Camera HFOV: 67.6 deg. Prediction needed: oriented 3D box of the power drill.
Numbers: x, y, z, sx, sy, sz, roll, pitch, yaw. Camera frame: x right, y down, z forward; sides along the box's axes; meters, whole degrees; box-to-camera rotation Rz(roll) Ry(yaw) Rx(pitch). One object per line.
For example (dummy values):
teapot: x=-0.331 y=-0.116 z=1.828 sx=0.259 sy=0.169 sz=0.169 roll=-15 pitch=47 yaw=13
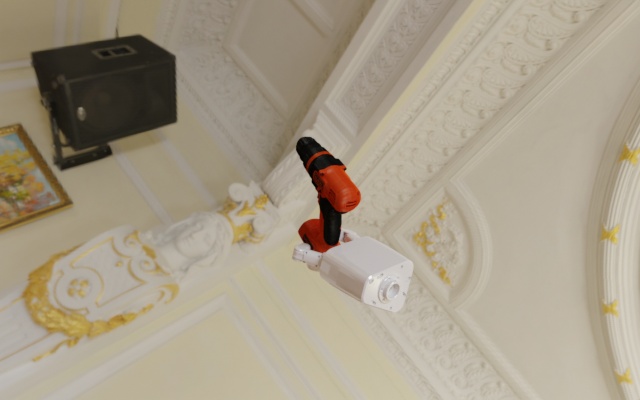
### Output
power drill: x=0.000 y=0.003 z=0.828 sx=0.057 sy=0.188 sz=0.184 roll=-13 pitch=43 yaw=-21
